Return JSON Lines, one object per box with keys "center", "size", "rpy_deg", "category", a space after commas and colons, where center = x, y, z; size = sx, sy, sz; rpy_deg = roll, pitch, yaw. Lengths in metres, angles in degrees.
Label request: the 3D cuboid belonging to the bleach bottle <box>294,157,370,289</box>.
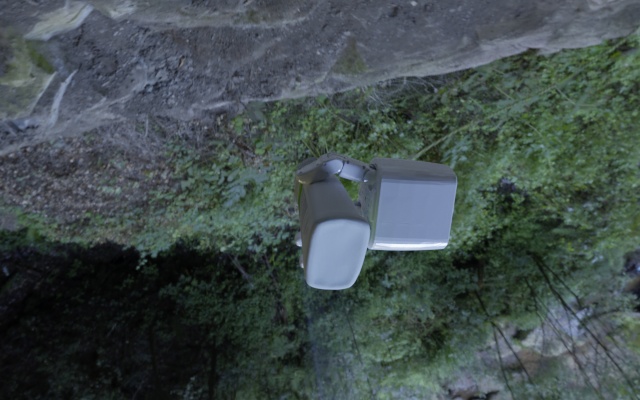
{"center": [0.000, 0.002, 0.630], "size": [0.068, 0.103, 0.250], "rpy_deg": [5, 28, -12], "category": "bleach bottle"}
